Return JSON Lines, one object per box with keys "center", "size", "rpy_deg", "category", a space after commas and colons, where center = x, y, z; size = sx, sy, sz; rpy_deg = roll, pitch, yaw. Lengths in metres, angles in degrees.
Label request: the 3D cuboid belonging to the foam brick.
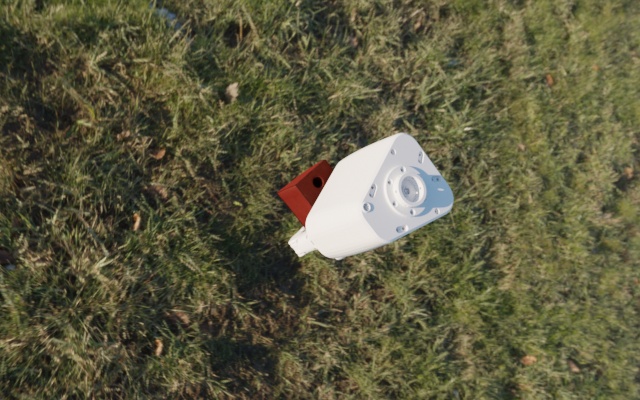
{"center": [0.000, 0.002, 0.549], "size": [0.053, 0.078, 0.051], "rpy_deg": [-42, 9, -28], "category": "foam brick"}
